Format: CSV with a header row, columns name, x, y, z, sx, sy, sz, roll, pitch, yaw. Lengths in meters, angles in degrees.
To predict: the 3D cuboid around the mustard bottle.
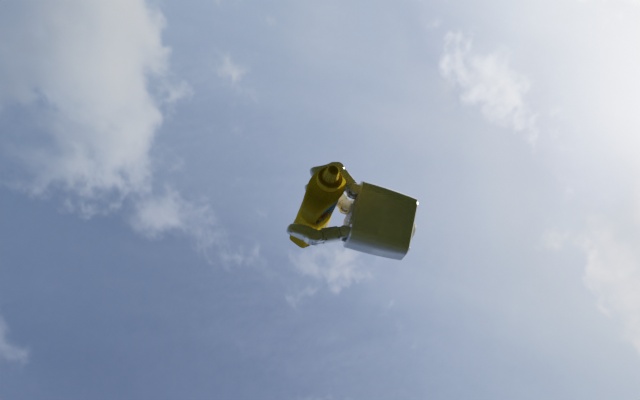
name,x,y,z,sx,sy,sz,roll,pitch,yaw
mustard bottle,0.000,0.003,0.806,0.058,0.096,0.192,37,-33,9
